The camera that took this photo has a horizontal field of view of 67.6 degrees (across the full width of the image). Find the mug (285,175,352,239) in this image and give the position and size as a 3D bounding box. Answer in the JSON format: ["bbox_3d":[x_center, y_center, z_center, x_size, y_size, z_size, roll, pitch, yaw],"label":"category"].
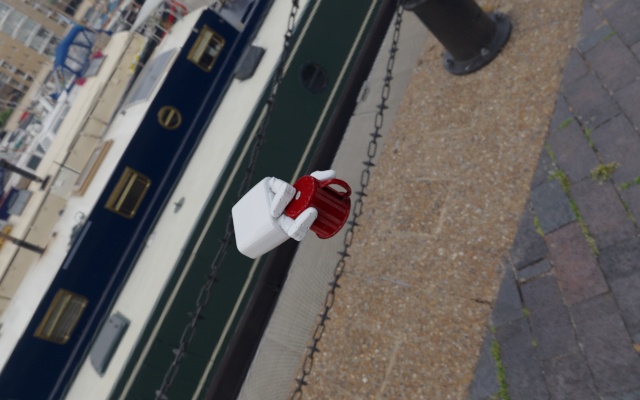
[{"bbox_3d":[0.001,0.002,0.818,0.081,0.093,0.117,31,-52,-31],"label":"mug"}]
